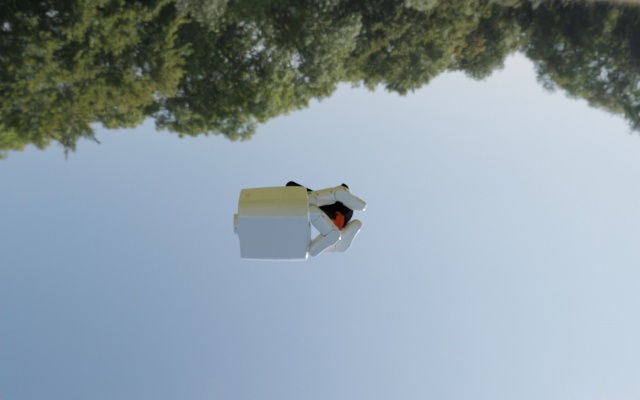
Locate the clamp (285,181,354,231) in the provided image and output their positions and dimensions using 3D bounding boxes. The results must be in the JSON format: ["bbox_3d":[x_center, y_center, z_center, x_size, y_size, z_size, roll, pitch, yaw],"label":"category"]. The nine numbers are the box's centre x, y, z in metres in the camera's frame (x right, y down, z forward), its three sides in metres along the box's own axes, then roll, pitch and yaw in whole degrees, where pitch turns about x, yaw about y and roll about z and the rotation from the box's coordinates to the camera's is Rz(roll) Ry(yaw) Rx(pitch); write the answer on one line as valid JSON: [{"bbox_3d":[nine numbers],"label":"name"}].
[{"bbox_3d":[0.000,0.003,0.824,0.120,0.039,0.171,0,20,-5],"label":"clamp"}]
